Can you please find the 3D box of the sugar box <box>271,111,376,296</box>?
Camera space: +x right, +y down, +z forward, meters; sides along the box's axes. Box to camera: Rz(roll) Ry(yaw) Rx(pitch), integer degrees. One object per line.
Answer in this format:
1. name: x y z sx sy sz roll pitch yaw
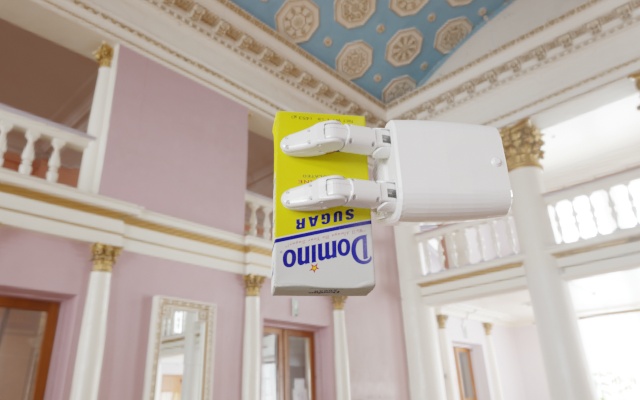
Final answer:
1. sugar box: 0.000 0.001 0.460 0.093 0.176 0.048 1 -24 -9
